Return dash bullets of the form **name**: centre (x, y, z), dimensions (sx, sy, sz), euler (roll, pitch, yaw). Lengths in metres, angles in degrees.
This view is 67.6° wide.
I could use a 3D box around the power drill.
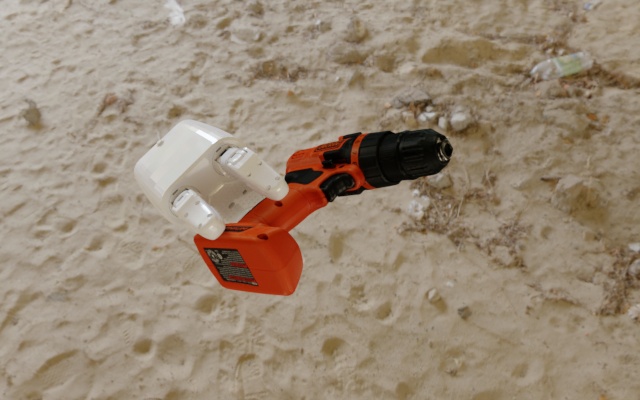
- **power drill**: centre (0.000, 0.002, 0.409), dimensions (0.184, 0.057, 0.187), euler (-7, 26, 46)
